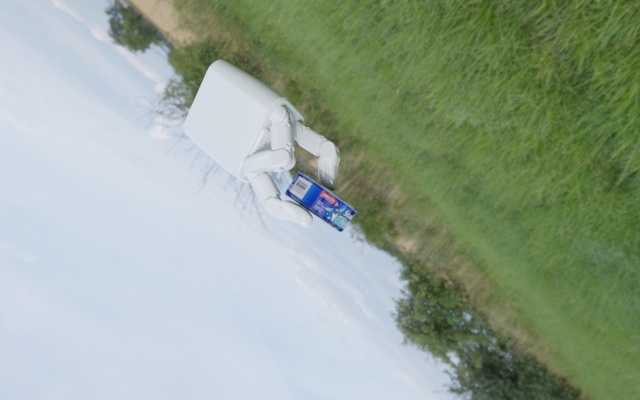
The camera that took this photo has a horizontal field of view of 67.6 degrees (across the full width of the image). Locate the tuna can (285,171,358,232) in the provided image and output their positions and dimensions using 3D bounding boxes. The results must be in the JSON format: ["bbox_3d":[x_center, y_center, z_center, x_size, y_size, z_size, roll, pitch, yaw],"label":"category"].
[{"bbox_3d":[0.000,0.002,0.575,0.086,0.034,0.086,34,-1,1],"label":"tuna can"}]
